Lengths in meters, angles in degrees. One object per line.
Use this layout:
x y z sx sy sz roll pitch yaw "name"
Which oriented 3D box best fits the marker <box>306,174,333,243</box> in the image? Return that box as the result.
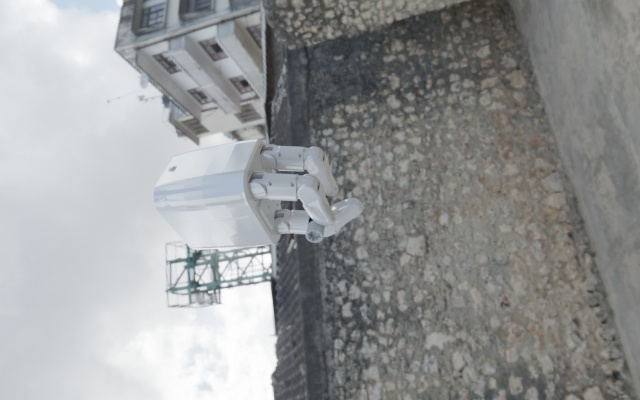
0.000 0.002 0.541 0.020 0.020 0.121 0 36 8 "marker"
